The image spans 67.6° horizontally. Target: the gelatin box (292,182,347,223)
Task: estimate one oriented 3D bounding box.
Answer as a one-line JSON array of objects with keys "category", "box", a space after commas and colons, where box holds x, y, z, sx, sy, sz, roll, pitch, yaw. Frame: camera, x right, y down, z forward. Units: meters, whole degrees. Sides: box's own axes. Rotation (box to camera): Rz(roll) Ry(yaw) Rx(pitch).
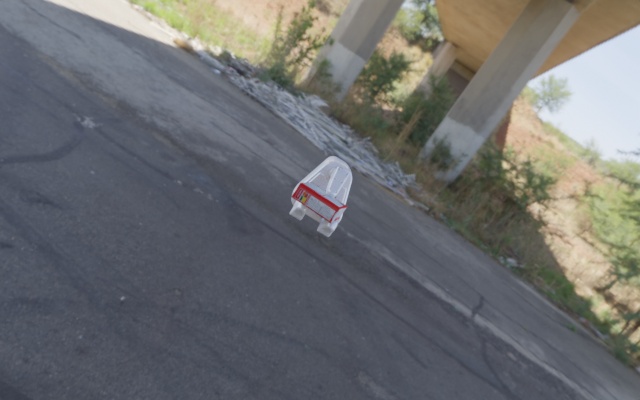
[{"category": "gelatin box", "box": [0.000, 0.002, 0.757, 0.073, 0.030, 0.089, 34, 7, 8]}]
